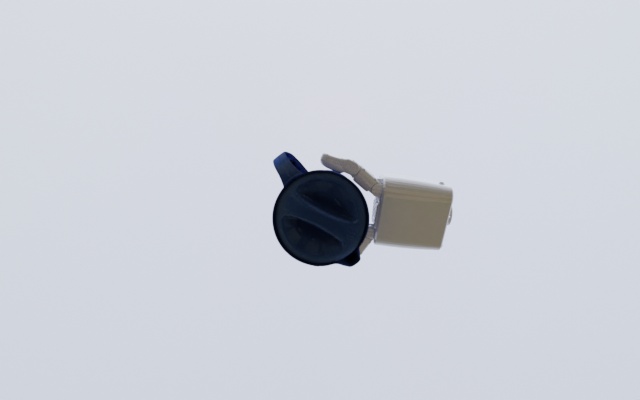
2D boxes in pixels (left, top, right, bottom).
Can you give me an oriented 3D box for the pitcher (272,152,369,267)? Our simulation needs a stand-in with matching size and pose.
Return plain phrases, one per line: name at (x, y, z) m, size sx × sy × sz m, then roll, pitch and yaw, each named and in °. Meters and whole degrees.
pitcher at (0.000, 0.003, 0.761) m, size 0.145 × 0.149 × 0.243 m, roll 7°, pitch 7°, yaw 2°
